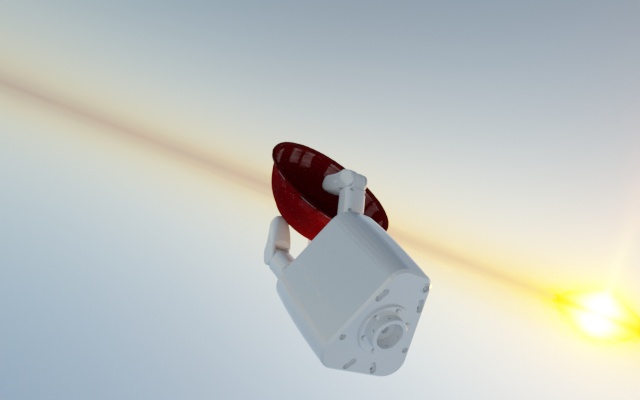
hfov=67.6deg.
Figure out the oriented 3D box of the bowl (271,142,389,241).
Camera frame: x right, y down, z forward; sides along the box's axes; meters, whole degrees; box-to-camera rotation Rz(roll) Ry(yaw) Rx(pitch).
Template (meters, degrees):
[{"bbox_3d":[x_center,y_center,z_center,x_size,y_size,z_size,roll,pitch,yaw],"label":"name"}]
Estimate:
[{"bbox_3d":[0.000,0.001,0.561,0.162,0.055,0.162,30,24,-15],"label":"bowl"}]
